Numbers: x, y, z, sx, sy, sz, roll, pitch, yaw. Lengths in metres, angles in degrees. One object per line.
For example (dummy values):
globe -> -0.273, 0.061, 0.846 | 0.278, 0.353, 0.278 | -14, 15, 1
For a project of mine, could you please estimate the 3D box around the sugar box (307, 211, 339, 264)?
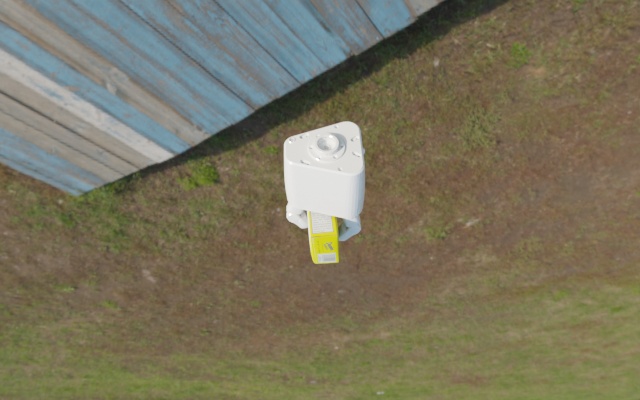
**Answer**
sugar box -> 0.001, 0.002, 0.760 | 0.048, 0.176, 0.093 | -4, -32, 0
